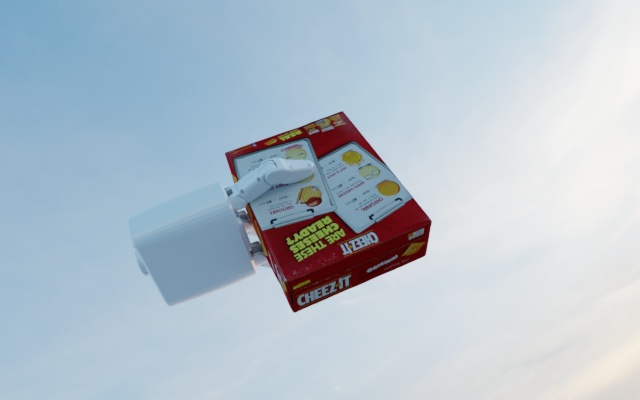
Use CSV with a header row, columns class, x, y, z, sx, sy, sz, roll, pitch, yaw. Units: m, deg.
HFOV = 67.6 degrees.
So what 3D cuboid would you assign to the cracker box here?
class,x,y,z,sx,sy,sz,roll,pitch,yaw
cracker box,0.000,0.002,0.556,0.164,0.072,0.213,-21,49,-12
